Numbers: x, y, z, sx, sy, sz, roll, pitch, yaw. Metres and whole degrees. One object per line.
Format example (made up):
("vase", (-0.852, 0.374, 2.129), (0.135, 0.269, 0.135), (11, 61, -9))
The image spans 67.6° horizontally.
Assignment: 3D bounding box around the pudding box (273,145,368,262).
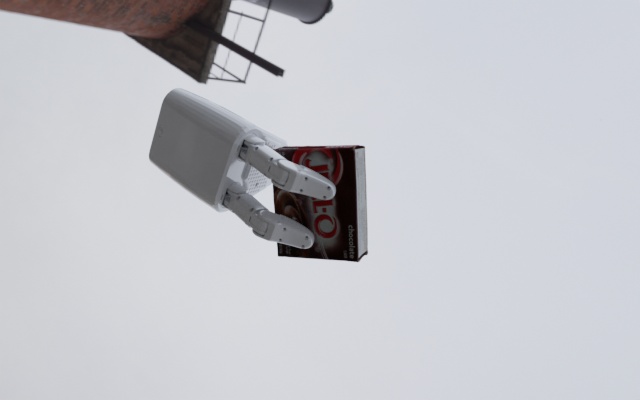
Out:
("pudding box", (0.000, 0.002, 0.479), (0.090, 0.113, 0.039), (1, 11, 26))
